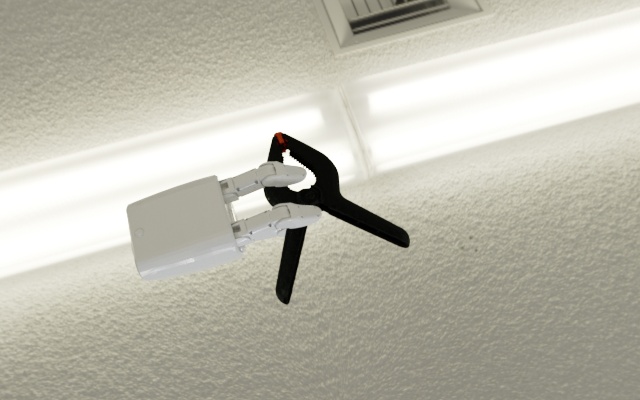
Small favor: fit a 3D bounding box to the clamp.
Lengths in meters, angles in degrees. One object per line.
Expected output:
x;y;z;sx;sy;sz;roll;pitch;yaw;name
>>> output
0.000;0.002;0.574;0.164;0.210;0.036;-17;-24;-8;clamp
